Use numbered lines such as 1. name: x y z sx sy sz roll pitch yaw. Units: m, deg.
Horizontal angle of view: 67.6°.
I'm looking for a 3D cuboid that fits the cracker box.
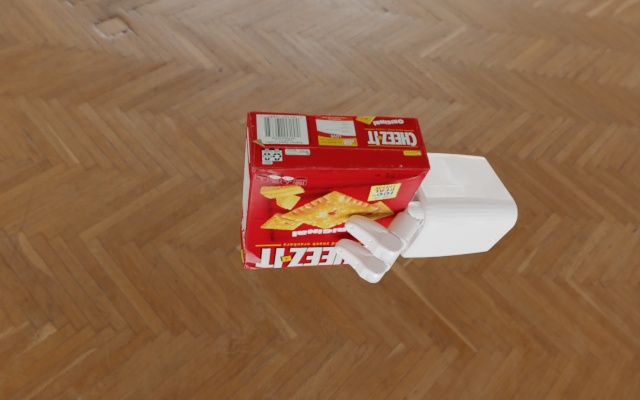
1. cracker box: 0.000 0.001 0.512 0.164 0.072 0.214 0 -32 -11
